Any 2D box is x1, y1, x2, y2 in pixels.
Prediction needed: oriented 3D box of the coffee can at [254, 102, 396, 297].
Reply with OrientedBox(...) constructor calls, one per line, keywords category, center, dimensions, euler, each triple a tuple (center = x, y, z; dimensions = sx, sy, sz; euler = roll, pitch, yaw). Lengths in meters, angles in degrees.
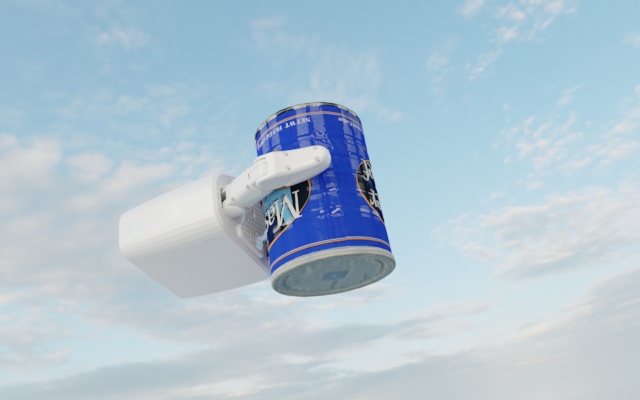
OrientedBox(category="coffee can", center=(0.000, 0.001, 0.418), dimensions=(0.103, 0.140, 0.103), euler=(-8, -26, -4))
